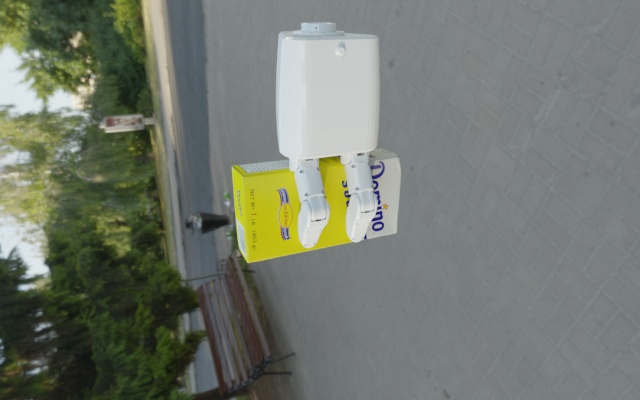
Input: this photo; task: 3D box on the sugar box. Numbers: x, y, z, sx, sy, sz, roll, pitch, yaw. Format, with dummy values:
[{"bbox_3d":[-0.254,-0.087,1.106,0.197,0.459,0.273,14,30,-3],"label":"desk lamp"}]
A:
[{"bbox_3d":[0.000,0.002,0.501,0.176,0.093,0.048,-9,22,-21],"label":"sugar box"}]
